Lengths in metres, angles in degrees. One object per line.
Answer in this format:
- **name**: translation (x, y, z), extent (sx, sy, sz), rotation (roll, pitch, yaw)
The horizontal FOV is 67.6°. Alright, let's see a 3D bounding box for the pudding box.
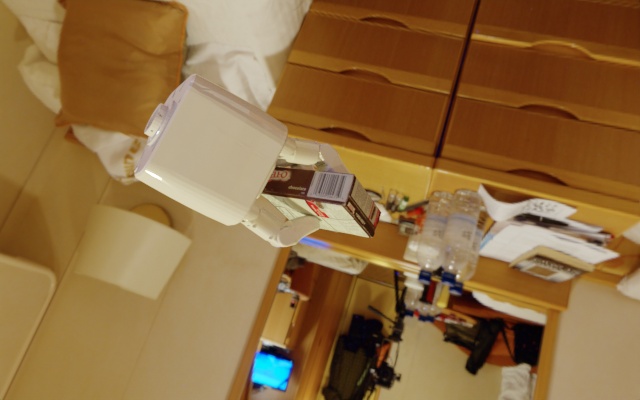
- **pudding box**: translation (0.000, 0.002, 0.537), extent (0.113, 0.039, 0.090), rotation (10, -21, 31)
